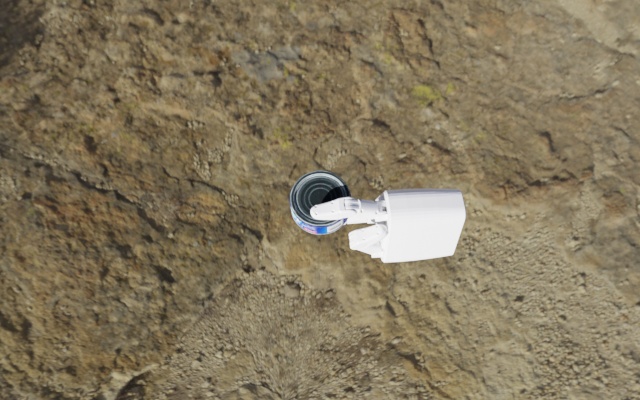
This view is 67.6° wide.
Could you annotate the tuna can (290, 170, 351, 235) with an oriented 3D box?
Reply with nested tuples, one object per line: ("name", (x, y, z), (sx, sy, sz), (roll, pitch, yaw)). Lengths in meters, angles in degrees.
("tuna can", (0.000, 0.002, 0.665), (0.086, 0.086, 0.034), (0, -22, 2))
